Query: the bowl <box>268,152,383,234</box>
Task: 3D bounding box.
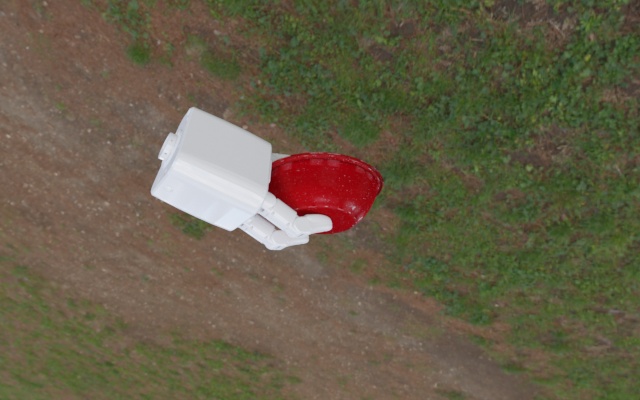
[{"bbox_3d":[0.001,0.003,0.612,0.162,0.055,0.162,1,-25,1],"label":"bowl"}]
